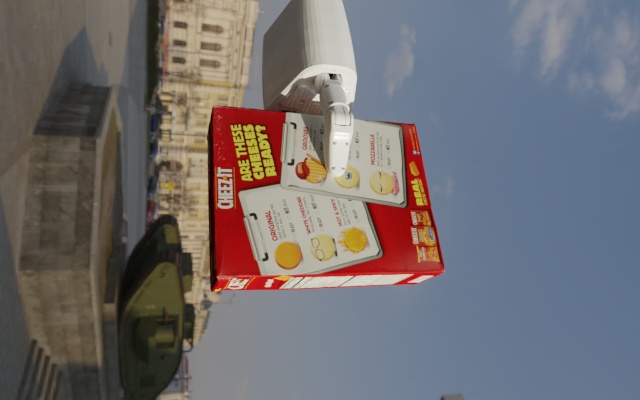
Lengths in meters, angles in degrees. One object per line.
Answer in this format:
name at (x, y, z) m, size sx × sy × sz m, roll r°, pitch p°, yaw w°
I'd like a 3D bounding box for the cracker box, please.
cracker box at (0.000, 0.001, 0.469) m, size 0.214 × 0.164 × 0.072 m, roll 1°, pitch -23°, yaw -18°
